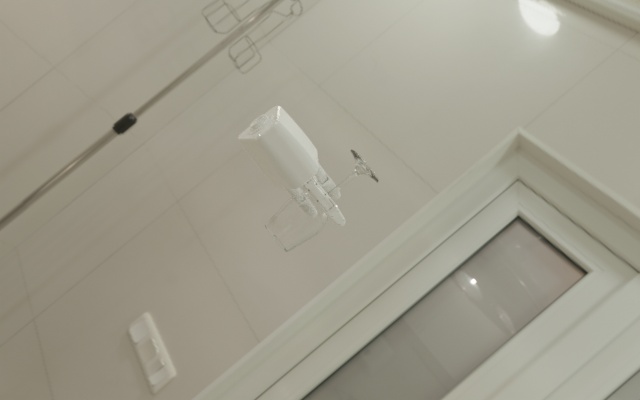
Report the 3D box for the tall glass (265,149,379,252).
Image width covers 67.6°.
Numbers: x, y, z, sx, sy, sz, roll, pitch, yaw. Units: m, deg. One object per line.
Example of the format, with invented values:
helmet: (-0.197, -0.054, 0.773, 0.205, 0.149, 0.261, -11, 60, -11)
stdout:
tall glass: (0.001, 0.002, 0.827, 0.201, 0.079, 0.079, -40, 1, -1)
